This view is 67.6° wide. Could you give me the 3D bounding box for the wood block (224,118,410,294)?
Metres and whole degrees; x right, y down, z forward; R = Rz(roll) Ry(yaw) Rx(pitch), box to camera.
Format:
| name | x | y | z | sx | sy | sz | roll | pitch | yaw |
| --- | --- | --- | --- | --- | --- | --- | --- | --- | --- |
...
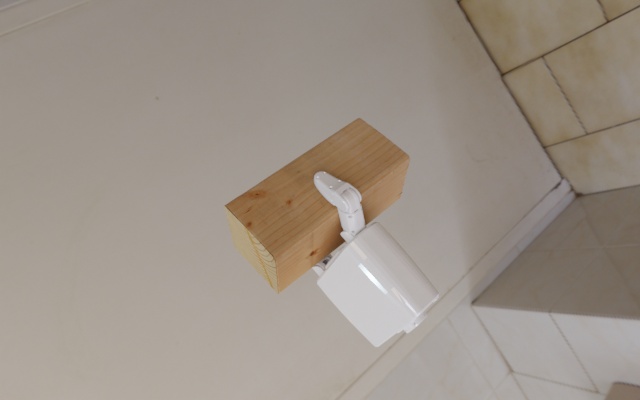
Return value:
| name | x | y | z | sx | sy | sz | roll | pitch | yaw |
| --- | --- | --- | --- | --- | --- | --- | --- | --- | --- |
| wood block | 0.000 | 0.002 | 0.573 | 0.206 | 0.090 | 0.091 | -36 | -27 | -24 |
